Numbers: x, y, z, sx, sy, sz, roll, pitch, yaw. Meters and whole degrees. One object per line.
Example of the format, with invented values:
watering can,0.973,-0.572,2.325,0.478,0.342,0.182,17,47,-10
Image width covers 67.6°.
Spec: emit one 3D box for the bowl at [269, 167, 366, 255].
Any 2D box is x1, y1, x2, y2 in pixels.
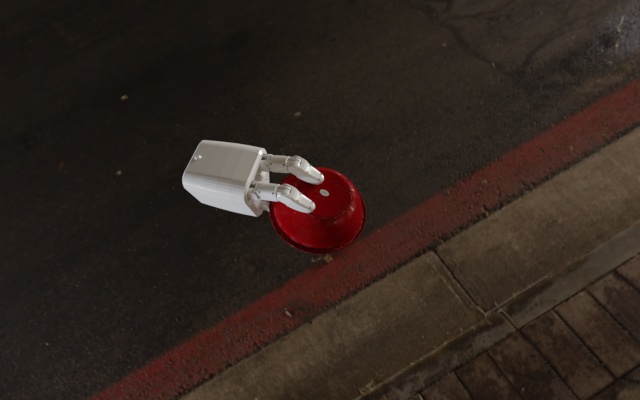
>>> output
bowl,0.002,0.002,0.765,0.162,0.162,0.055,0,-31,-11
